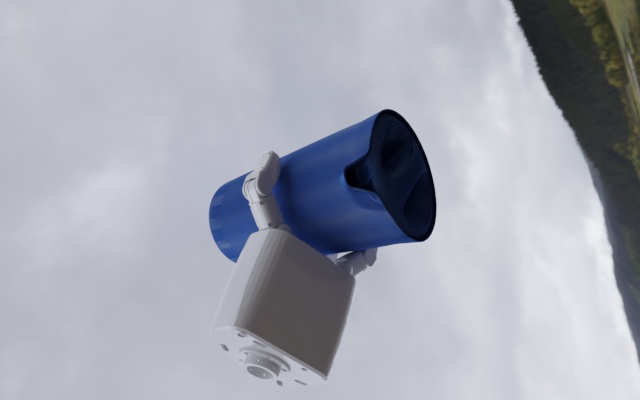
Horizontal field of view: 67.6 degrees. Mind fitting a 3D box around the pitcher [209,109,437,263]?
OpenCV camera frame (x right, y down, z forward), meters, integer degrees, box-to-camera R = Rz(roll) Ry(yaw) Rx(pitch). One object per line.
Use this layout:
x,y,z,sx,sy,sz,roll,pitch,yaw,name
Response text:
0.000,0.002,0.535,0.243,0.145,0.149,-16,-52,34,pitcher
